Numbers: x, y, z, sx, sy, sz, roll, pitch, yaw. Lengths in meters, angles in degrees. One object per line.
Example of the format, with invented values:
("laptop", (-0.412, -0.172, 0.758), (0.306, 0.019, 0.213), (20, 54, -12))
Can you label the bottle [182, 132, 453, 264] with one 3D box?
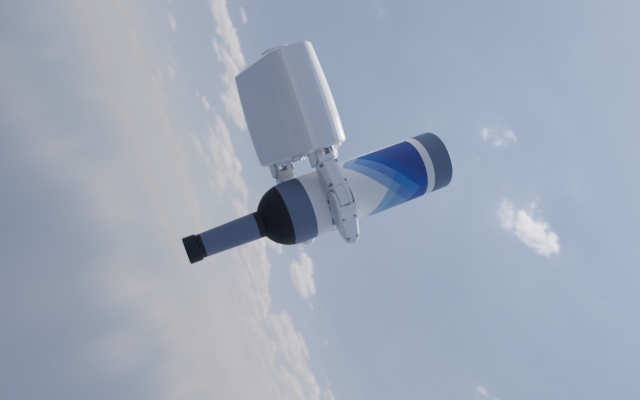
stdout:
("bottle", (0.000, 0.002, 0.512), (0.295, 0.069, 0.069), (-20, 6, -16))
